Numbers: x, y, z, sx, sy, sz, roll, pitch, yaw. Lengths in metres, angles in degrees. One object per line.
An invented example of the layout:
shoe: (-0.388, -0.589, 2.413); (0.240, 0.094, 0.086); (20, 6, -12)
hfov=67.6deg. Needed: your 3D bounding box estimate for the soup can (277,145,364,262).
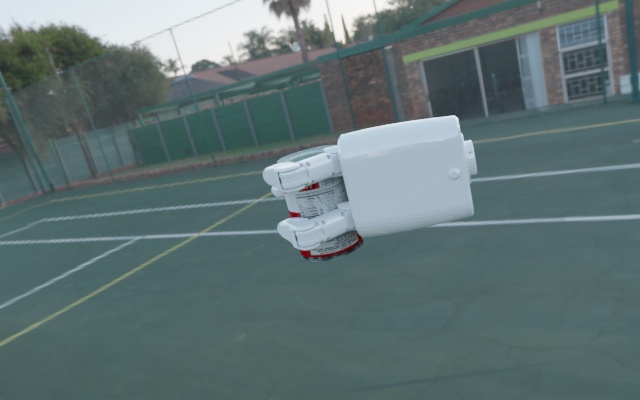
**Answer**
soup can: (0.000, 0.001, 0.483); (0.068, 0.102, 0.068); (-13, 15, 4)
